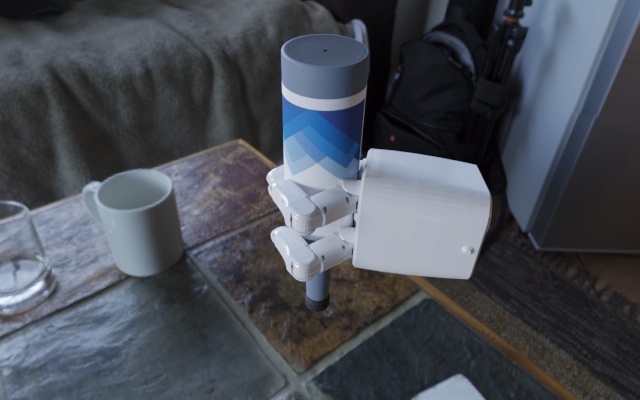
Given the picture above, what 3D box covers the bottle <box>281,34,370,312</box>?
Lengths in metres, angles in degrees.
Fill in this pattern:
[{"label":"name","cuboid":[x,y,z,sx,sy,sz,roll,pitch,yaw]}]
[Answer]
[{"label":"bottle","cuboid":[0.000,0.001,0.449,0.069,0.296,0.069,1,39,-1]}]
